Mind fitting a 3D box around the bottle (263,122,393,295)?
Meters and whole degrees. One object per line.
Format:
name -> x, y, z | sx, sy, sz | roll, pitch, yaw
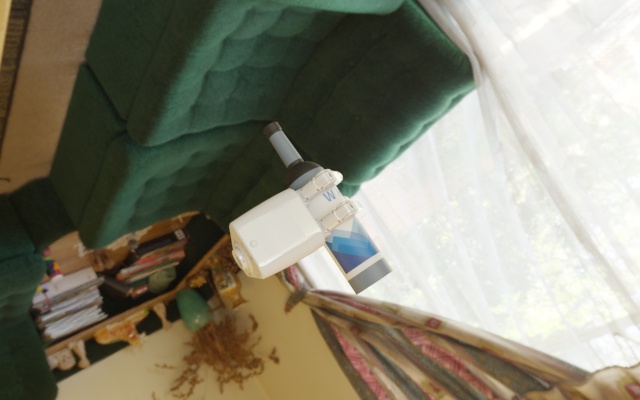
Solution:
bottle -> 0.000, 0.003, 0.737 | 0.069, 0.295, 0.069 | -33, -10, -7
